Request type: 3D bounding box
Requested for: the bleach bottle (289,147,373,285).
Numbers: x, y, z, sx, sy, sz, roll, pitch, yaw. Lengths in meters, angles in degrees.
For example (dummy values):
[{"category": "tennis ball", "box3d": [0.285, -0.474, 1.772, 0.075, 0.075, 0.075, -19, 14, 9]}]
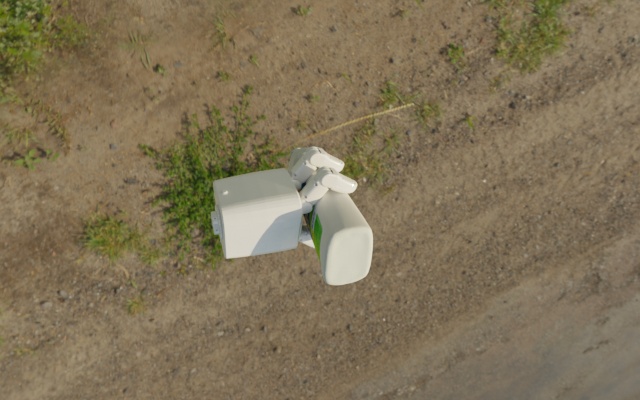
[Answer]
[{"category": "bleach bottle", "box3d": [0.000, 0.002, 0.712, 0.068, 0.103, 0.250, -9, 38, -16]}]
